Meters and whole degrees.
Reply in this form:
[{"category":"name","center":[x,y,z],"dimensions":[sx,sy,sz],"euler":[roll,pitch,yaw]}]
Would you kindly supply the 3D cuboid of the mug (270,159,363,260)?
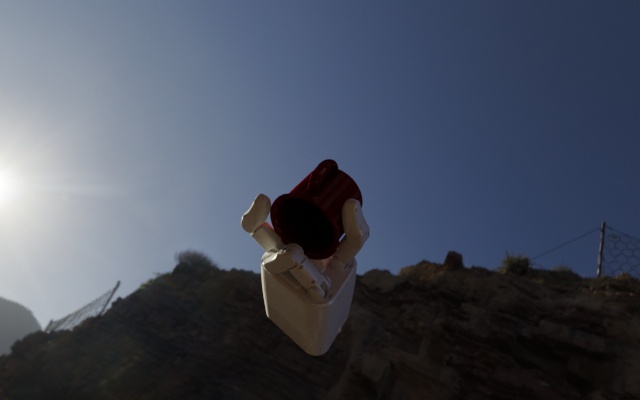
[{"category":"mug","center":[0.000,0.001,0.573],"dimensions":[0.093,0.117,0.081],"euler":[21,42,20]}]
